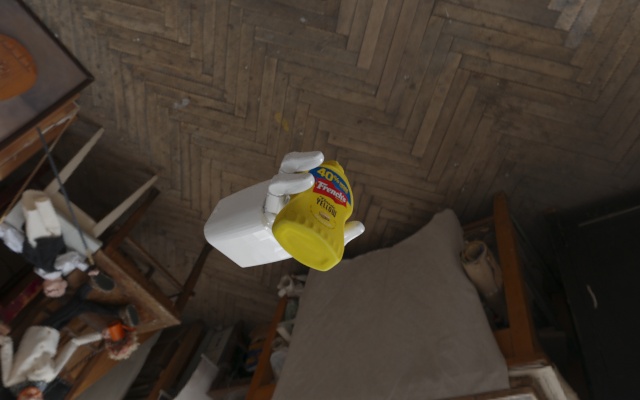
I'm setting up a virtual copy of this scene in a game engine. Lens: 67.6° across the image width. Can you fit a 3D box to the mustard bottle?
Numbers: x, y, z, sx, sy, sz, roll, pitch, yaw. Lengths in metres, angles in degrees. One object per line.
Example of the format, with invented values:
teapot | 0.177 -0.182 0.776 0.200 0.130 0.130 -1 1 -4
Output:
mustard bottle | 0.000 0.002 0.666 0.096 0.191 0.058 37 -53 -14
